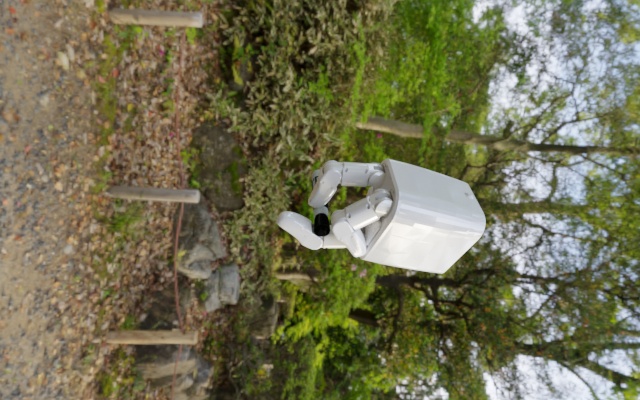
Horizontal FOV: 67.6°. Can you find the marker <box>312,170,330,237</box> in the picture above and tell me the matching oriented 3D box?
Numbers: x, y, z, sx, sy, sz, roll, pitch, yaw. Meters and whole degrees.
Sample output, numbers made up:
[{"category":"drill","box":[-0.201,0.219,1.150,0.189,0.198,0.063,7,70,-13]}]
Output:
[{"category":"marker","box":[0.000,0.002,0.577,0.020,0.020,0.121,0,35,-2]}]
